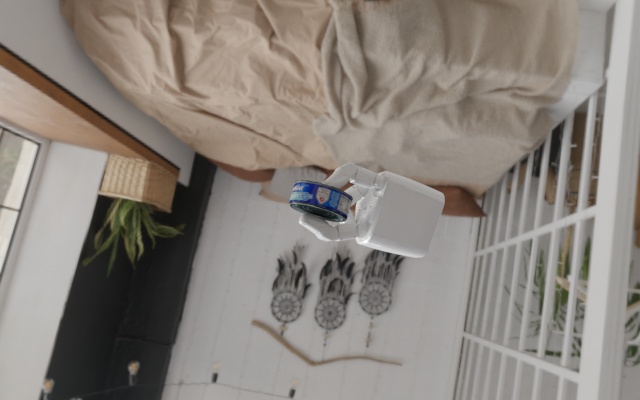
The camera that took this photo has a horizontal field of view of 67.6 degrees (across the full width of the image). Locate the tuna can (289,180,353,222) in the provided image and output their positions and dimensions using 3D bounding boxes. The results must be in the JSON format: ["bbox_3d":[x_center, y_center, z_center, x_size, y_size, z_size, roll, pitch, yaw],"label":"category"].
[{"bbox_3d":[0.000,0.003,0.667,0.086,0.033,0.086,15,-12,3],"label":"tuna can"}]
